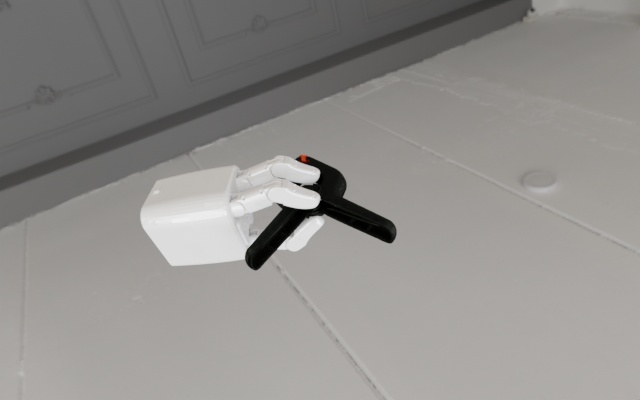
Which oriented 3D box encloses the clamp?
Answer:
[{"bbox_3d":[0.000,0.002,0.583,0.164,0.036,0.209,-7,33,4],"label":"clamp"}]
